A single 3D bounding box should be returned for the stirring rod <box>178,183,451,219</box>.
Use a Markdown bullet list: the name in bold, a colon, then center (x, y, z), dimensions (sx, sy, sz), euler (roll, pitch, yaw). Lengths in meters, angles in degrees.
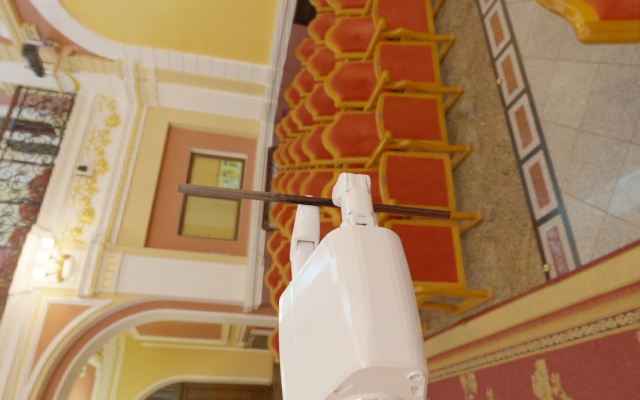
- **stirring rod**: center (0.000, 0.001, 0.418), dimensions (0.239, 0.011, 0.011), euler (6, -1, -10)
